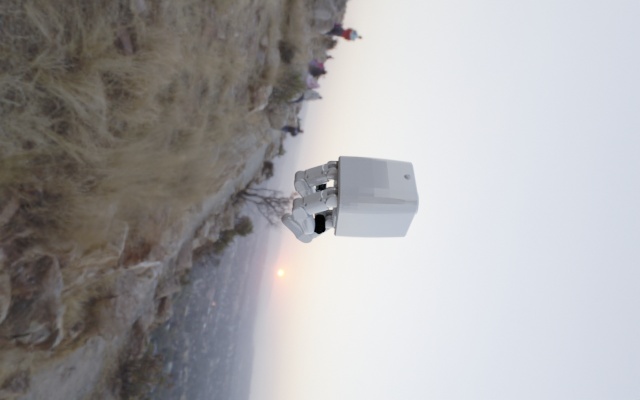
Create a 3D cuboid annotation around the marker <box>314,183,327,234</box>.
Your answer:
[{"bbox_3d":[0.000,0.002,0.713,0.020,0.020,0.121,1,45,1],"label":"marker"}]
